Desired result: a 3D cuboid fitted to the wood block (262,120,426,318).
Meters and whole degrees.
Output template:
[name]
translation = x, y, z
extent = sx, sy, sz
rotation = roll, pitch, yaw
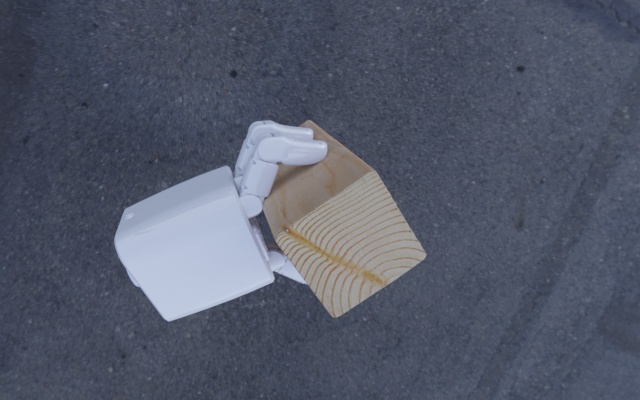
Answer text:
[wood block]
translation = 0.000, 0.002, 0.446
extent = 0.090, 0.091, 0.206
rotation = -34, 24, -1
